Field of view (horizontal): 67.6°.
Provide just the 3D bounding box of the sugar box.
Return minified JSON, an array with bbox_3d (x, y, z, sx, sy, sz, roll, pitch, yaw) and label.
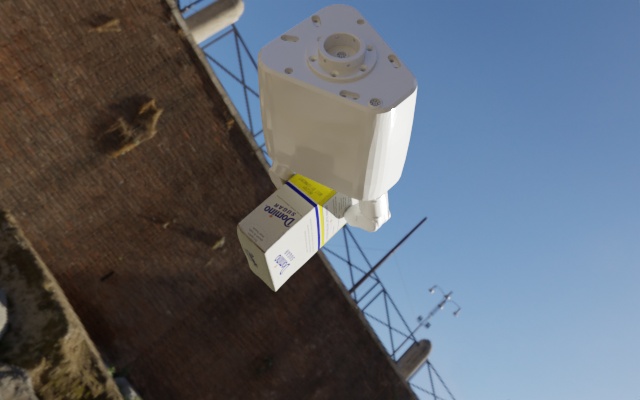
[{"bbox_3d":[0.000,0.001,0.472,0.176,0.048,0.093,-40,-25,-21],"label":"sugar box"}]
